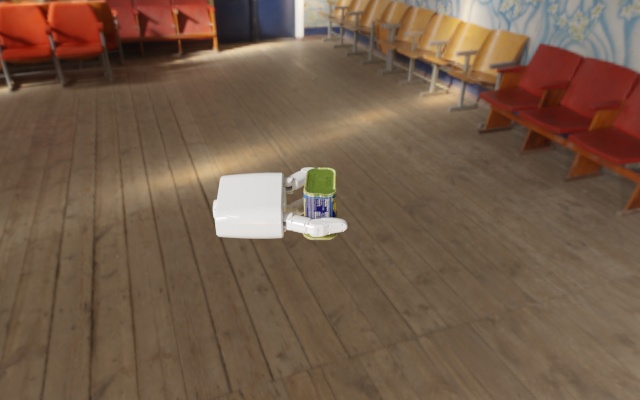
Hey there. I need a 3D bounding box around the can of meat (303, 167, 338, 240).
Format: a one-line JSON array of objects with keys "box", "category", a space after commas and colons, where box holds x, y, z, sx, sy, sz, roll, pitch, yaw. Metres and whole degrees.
[{"box": [0.000, 0.002, 0.795, 0.057, 0.084, 0.102, 1, 30, 1], "category": "can of meat"}]
